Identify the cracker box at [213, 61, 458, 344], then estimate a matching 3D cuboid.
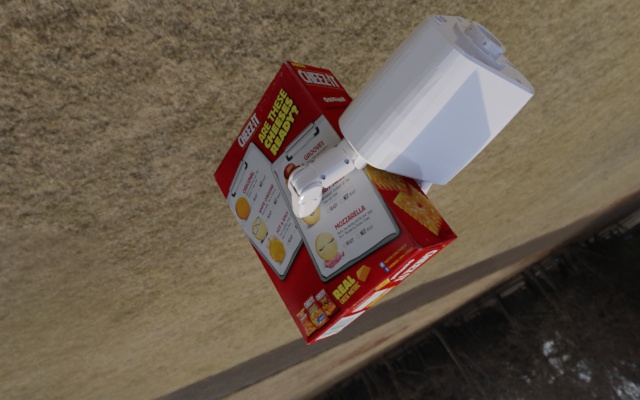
[{"bbox_3d":[0.000,0.002,0.463,0.072,0.213,0.164,-7,-34,-47],"label":"cracker box"}]
